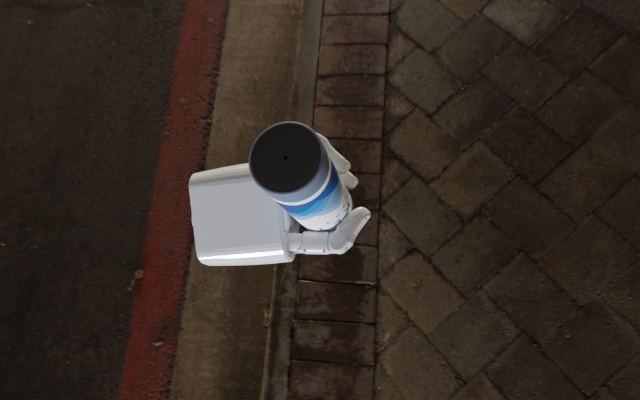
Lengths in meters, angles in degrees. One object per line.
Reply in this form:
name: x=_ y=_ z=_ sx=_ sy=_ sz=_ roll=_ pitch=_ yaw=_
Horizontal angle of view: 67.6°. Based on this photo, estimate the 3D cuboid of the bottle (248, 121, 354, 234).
bottle: x=0.000 y=0.002 z=0.540 sx=0.069 sy=0.069 sz=0.296 roll=0 pitch=-15 yaw=12
